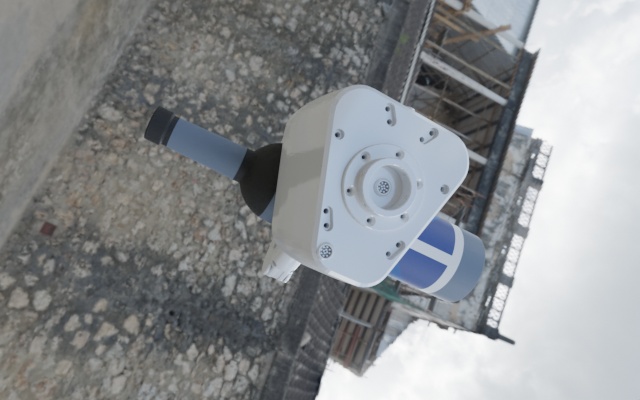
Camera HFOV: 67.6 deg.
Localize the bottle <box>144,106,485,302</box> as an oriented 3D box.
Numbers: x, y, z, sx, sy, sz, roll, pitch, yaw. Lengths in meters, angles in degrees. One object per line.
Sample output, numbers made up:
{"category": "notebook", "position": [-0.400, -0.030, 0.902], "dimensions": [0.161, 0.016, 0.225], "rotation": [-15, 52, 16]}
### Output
{"category": "bottle", "position": [0.000, 0.001, 0.400], "dimensions": [0.296, 0.069, 0.069], "rotation": [25, -7, -15]}
